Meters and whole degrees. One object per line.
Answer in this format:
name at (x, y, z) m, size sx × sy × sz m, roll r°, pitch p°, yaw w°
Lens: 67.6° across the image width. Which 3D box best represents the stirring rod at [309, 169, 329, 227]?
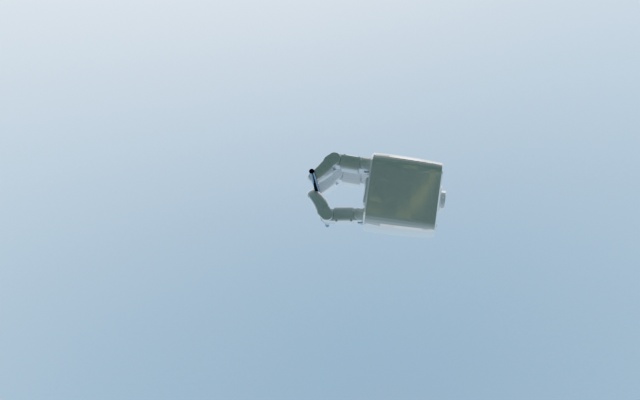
stirring rod at (0.000, 0.003, 0.783) m, size 0.011 × 0.011 × 0.240 m, roll 0°, pitch -21°, yaw 6°
